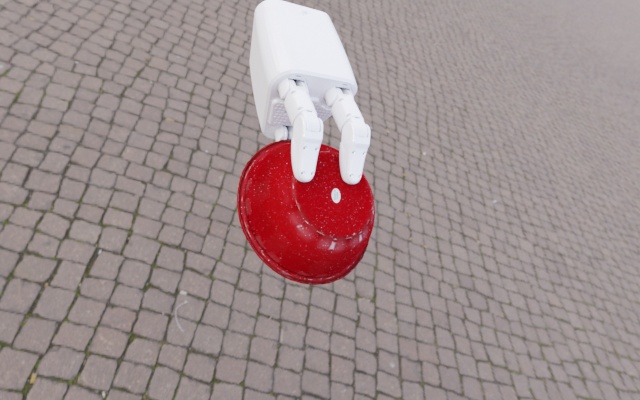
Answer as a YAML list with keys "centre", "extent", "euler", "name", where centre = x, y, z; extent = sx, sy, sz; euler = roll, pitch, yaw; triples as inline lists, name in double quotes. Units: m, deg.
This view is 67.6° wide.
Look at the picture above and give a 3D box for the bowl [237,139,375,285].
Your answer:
- centre: [0.001, 0.003, 0.486]
  extent: [0.162, 0.162, 0.055]
  euler: [0, -17, -32]
  name: "bowl"
